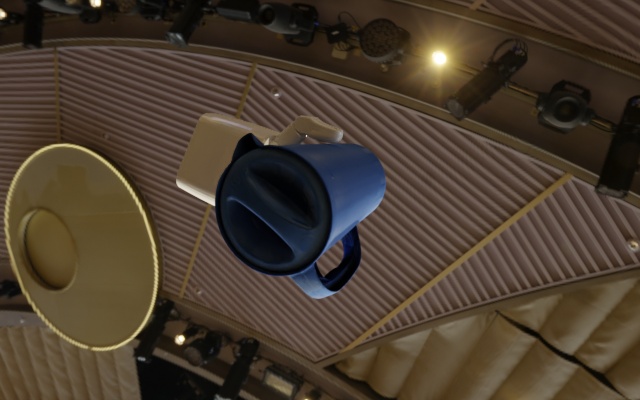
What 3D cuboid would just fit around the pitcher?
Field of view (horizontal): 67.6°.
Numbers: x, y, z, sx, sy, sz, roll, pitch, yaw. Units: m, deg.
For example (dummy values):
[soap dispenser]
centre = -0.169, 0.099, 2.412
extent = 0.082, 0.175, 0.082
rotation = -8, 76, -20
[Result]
[pitcher]
centre = 0.000, 0.002, 0.573
extent = 0.145, 0.149, 0.243
rotation = 21, 18, 19
